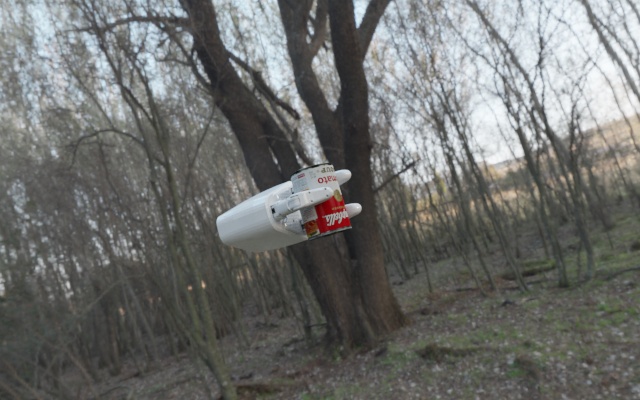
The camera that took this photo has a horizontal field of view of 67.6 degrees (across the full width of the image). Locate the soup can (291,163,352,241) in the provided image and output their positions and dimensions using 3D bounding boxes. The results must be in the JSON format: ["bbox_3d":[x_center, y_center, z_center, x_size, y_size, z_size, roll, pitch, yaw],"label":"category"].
[{"bbox_3d":[0.000,0.002,0.712,0.068,0.102,0.068,-16,-7,-2],"label":"soup can"}]
